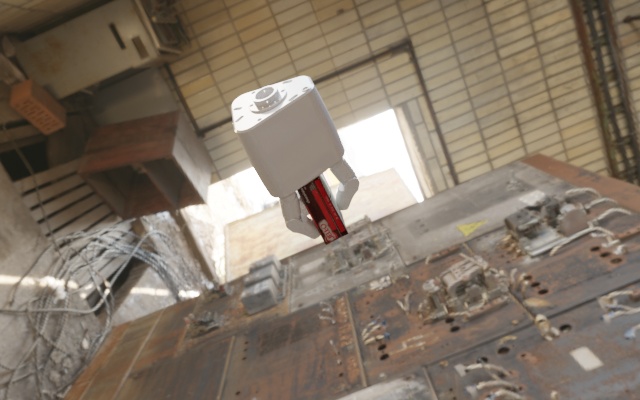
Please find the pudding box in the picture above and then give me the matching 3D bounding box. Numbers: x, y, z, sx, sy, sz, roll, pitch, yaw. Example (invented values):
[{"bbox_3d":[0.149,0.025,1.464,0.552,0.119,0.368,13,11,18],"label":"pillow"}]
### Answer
[{"bbox_3d":[0.000,0.002,0.664,0.039,0.090,0.113,-25,11,5],"label":"pudding box"}]
